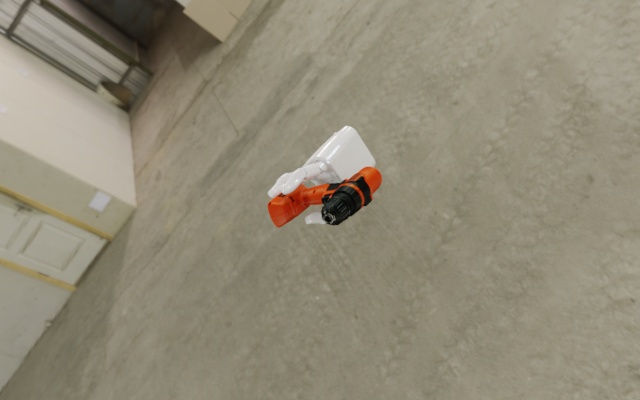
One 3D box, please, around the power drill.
[{"bbox_3d":[0.000,0.003,0.848,0.187,0.057,0.184,-9,17,34],"label":"power drill"}]
